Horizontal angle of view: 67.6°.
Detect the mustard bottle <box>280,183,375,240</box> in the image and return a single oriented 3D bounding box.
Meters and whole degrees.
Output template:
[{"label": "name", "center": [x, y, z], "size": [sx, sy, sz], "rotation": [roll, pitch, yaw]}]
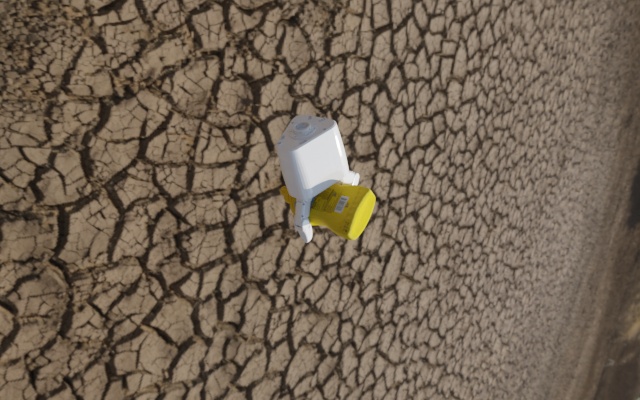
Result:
[{"label": "mustard bottle", "center": [0.000, 0.003, 0.890], "size": [0.191, 0.096, 0.058], "rotation": [17, -16, 34]}]
